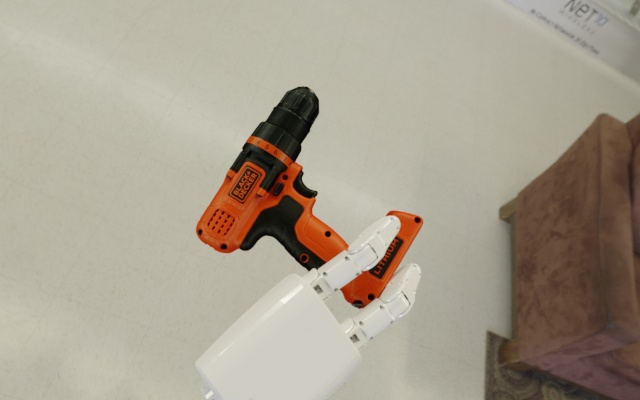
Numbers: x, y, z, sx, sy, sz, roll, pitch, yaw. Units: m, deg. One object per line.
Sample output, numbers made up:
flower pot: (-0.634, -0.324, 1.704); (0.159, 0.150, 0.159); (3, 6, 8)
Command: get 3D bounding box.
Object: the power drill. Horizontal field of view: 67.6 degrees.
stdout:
power drill: (0.000, 0.002, 0.465); (0.187, 0.184, 0.057); (31, -7, 4)
